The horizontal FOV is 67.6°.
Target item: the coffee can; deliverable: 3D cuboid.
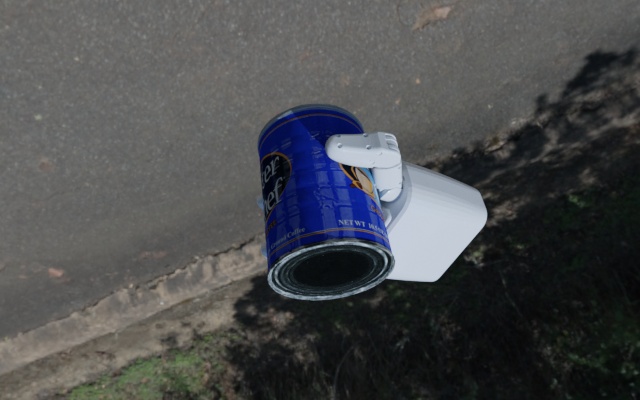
[{"bbox_3d":[0.000,0.001,0.417,0.103,0.140,0.103,-6,-34,-4],"label":"coffee can"}]
